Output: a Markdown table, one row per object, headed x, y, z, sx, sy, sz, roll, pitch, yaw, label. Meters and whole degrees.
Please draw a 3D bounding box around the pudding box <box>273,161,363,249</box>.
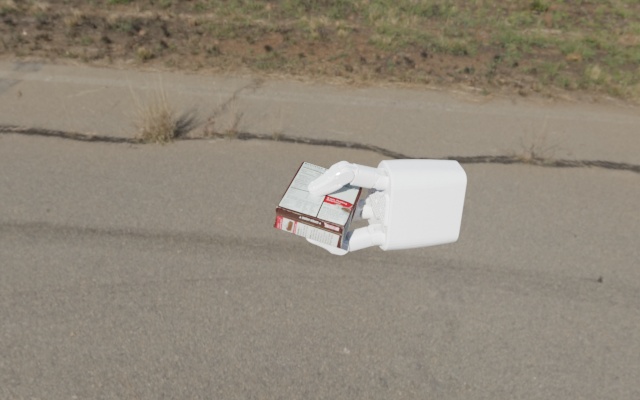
| x | y | z | sx | sy | sz | roll | pitch | yaw | label |
| --- | --- | --- | --- | --- | --- | --- | --- | --- | --- |
| 0.000 | 0.002 | 0.615 | 0.090 | 0.039 | 0.113 | 17 | 37 | 8 | pudding box |
